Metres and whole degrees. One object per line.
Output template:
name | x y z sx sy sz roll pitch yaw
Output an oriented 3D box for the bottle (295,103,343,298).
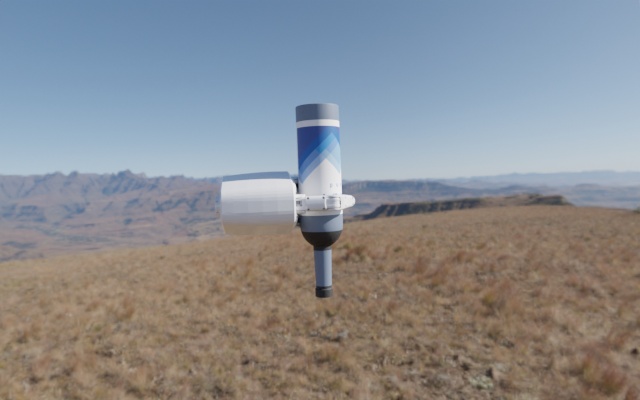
bottle | 0.000 0.002 0.741 0.069 0.296 0.069 -2 2 0
